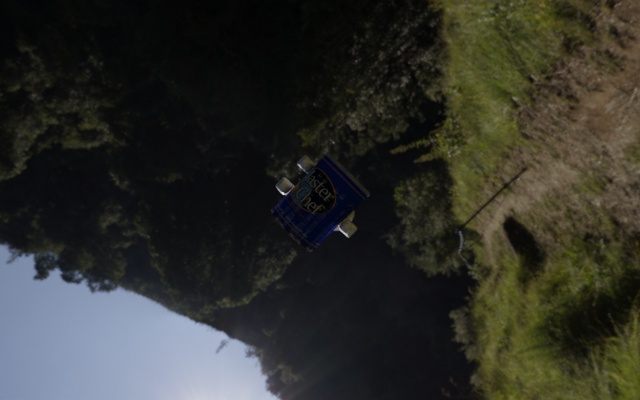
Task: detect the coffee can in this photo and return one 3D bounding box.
[{"bbox_3d":[0.000,0.003,0.814,0.103,0.140,0.103,44,4,-4],"label":"coffee can"}]
